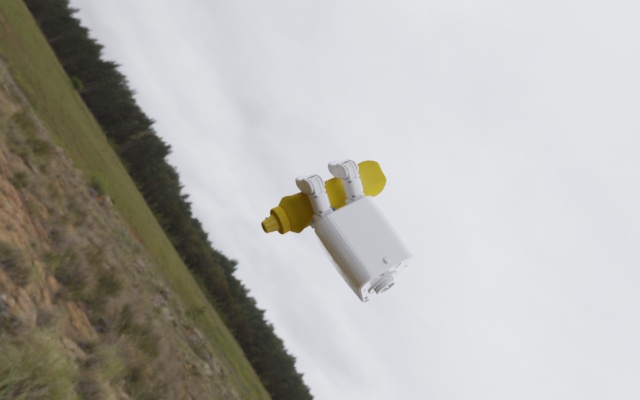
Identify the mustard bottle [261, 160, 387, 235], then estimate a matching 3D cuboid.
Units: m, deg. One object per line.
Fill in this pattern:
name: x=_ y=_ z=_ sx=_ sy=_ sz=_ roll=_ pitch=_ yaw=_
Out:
mustard bottle: x=0.000 y=0.002 z=0.710 sx=0.191 sy=0.058 sz=0.096 roll=-25 pitch=-2 yaw=-22
